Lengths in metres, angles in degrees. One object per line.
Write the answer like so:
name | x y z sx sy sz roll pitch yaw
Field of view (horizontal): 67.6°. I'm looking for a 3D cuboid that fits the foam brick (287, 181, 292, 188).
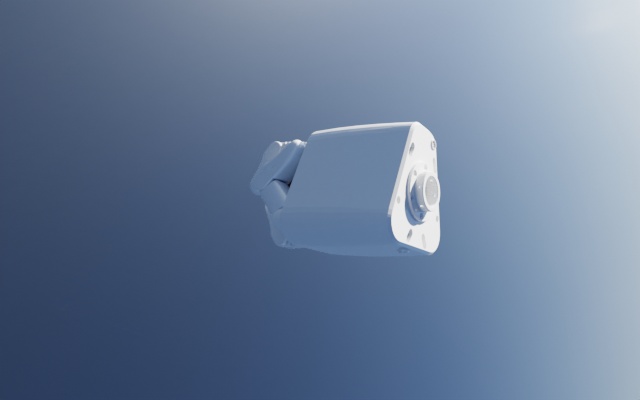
foam brick | 0.000 0.002 0.499 0.051 0.053 0.078 -2 -14 37
